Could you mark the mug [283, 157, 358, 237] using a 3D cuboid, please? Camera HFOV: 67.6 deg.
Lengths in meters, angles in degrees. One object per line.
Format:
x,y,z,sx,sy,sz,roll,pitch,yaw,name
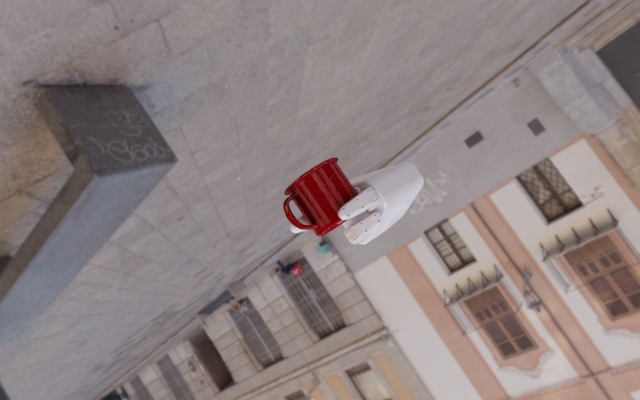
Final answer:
-0.001,0.003,0.676,0.117,0.081,0.093,-28,-9,-38,mug
